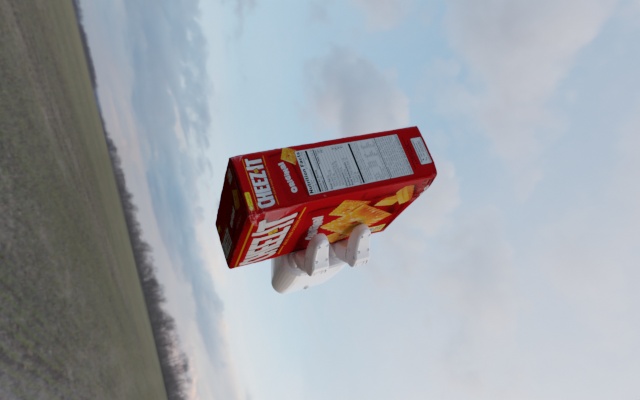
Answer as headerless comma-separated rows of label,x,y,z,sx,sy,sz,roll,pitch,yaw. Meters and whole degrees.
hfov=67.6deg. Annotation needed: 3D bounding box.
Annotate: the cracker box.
cracker box,0.000,0.002,0.538,0.213,0.072,0.164,-13,-21,-22
